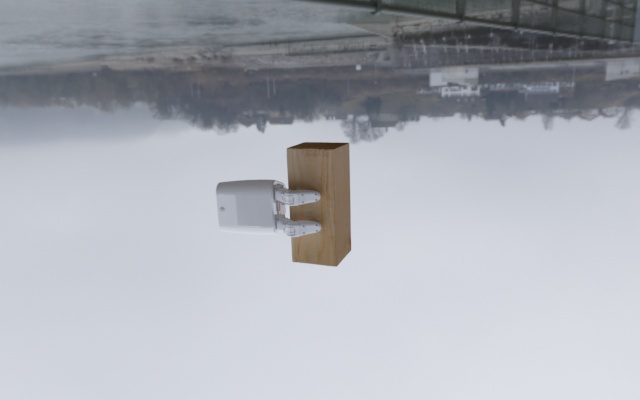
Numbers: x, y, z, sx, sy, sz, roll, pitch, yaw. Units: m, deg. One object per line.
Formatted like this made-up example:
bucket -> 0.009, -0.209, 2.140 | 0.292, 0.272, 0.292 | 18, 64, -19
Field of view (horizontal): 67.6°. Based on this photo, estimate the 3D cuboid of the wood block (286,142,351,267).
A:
wood block -> 0.000, 0.003, 0.860 | 0.090, 0.206, 0.091 | 3, 15, 20
